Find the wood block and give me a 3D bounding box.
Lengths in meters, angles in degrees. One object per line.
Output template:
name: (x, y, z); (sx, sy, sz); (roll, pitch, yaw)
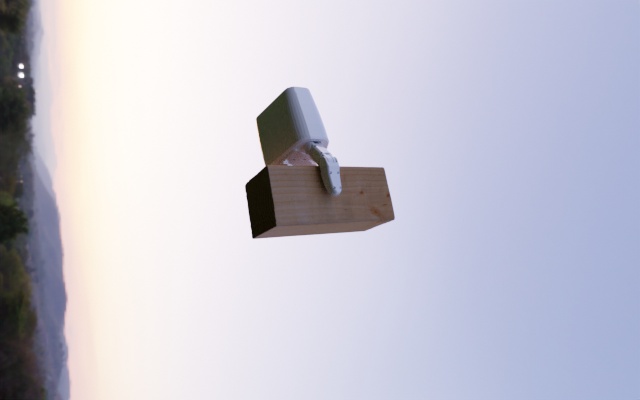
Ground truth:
wood block: (0.000, 0.002, 0.737); (0.206, 0.090, 0.091); (-2, -15, -31)
